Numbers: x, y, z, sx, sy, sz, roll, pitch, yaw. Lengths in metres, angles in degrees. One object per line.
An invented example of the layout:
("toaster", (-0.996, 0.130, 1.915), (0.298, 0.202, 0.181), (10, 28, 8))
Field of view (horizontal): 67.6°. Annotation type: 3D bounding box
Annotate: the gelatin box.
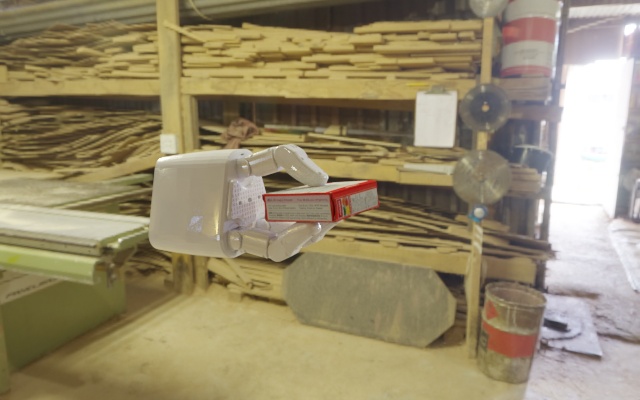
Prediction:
("gelatin box", (0.000, 0.001, 0.462), (0.089, 0.030, 0.073), (-2, 8, 40))
